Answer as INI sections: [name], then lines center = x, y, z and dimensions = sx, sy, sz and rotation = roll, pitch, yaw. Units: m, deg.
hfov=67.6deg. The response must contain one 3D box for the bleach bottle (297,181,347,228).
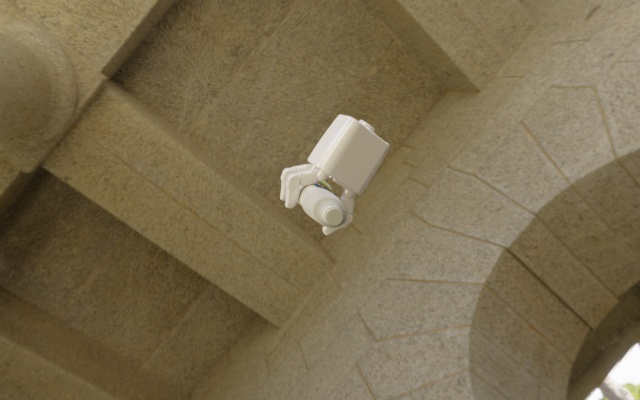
[bleach bottle]
center = 0.000, 0.003, 0.876
dimensions = 0.102, 0.068, 0.250
rotation = 33, 4, -18
